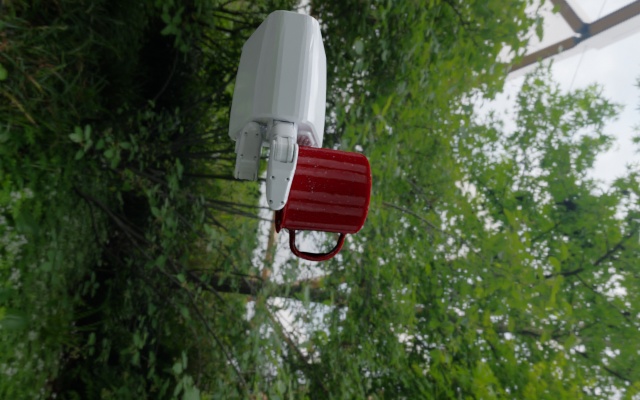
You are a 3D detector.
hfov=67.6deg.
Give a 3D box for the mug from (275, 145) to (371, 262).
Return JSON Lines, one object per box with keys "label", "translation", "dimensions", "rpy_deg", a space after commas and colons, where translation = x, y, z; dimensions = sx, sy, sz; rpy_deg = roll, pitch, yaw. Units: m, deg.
{"label": "mug", "translation": [0.000, 0.003, 0.470], "dimensions": [0.081, 0.117, 0.093], "rpy_deg": [6, -7, -10]}
